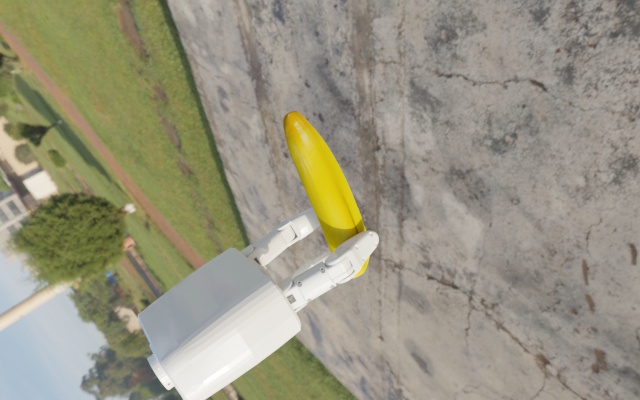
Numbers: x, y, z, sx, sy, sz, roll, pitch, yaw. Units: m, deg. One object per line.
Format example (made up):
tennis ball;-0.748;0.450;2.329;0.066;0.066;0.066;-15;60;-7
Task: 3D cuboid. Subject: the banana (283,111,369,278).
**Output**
banana;0.011;0.011;0.451;0.037;0.198;0.069;-32;37;-17
